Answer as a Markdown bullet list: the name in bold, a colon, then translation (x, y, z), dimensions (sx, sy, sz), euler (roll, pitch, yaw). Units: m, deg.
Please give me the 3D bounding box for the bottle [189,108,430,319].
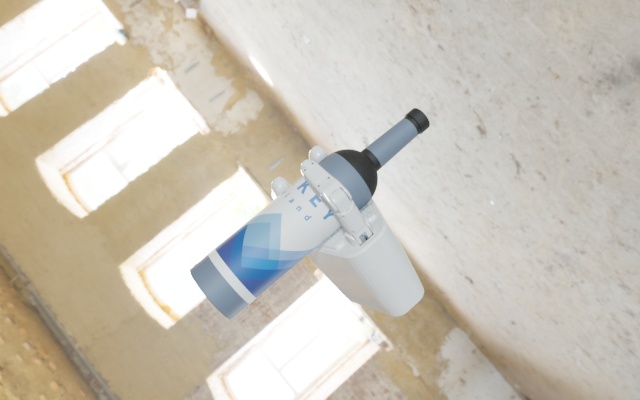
- **bottle**: translation (0.000, 0.002, 0.505), dimensions (0.295, 0.069, 0.069), euler (-40, 7, -9)
